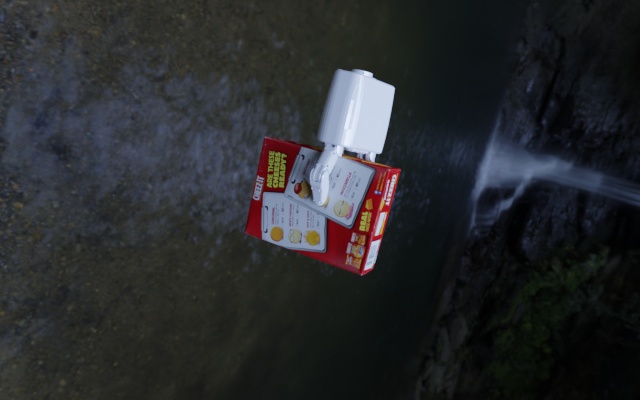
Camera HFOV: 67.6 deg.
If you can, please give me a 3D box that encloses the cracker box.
[{"bbox_3d":[0.000,0.003,0.752,0.213,0.164,0.072,17,10,23],"label":"cracker box"}]
